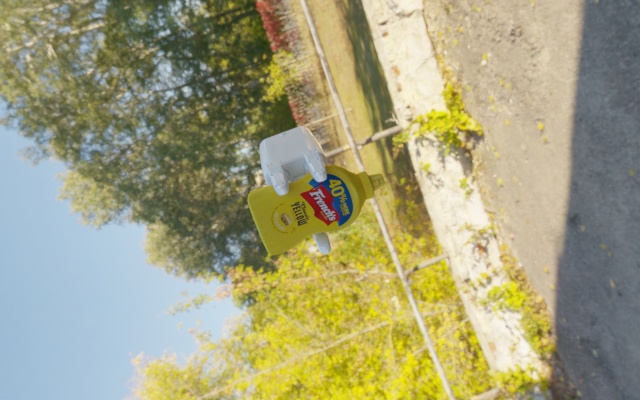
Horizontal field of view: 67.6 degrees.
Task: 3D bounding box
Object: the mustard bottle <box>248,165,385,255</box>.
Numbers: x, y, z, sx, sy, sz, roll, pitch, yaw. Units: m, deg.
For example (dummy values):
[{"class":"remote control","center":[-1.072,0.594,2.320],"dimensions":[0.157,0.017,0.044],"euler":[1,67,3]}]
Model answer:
[{"class":"mustard bottle","center":[0.000,0.002,0.684],"dimensions":[0.191,0.096,0.058],"euler":[-20,11,-2]}]
